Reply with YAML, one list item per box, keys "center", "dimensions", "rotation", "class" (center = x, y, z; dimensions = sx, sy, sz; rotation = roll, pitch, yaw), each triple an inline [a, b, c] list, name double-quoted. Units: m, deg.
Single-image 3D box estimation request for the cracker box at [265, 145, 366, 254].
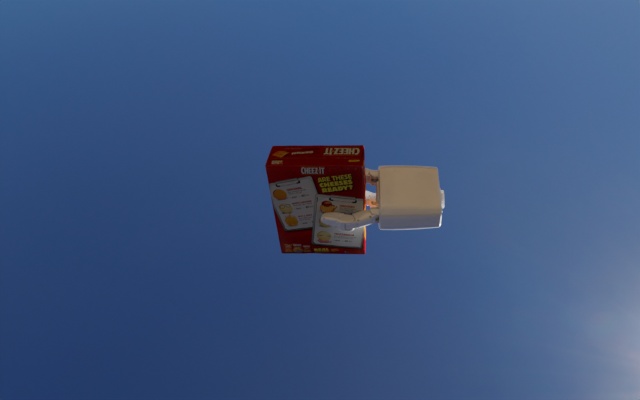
- center: [0.000, 0.003, 0.866]
  dimensions: [0.164, 0.214, 0.072]
  rotation: [0, 41, 7]
  class: "cracker box"
